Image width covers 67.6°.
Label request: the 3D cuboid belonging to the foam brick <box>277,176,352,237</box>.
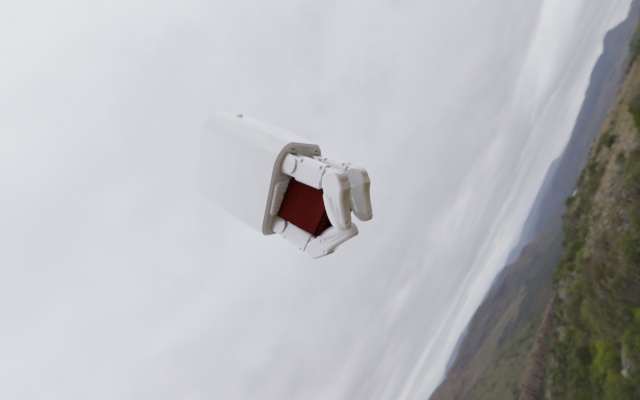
[{"bbox_3d":[0.000,0.002,0.528,0.051,0.053,0.078,27,14,22],"label":"foam brick"}]
